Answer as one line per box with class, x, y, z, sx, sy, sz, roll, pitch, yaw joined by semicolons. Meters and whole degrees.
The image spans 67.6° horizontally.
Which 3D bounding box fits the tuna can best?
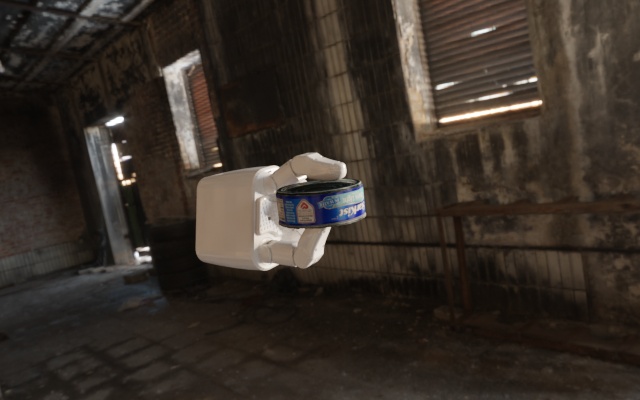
tuna can;0.000;0.001;0.463;0.086;0.034;0.086;-6;10;1
